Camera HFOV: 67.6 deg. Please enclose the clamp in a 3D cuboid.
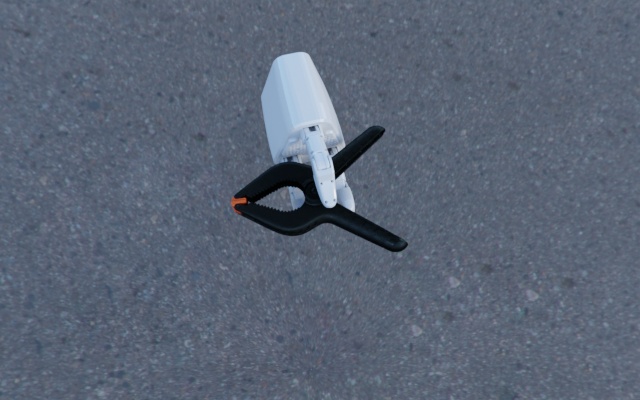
[{"bbox_3d":[0.000,0.002,0.580,0.210,0.164,0.036,-13,-19,-6],"label":"clamp"}]
